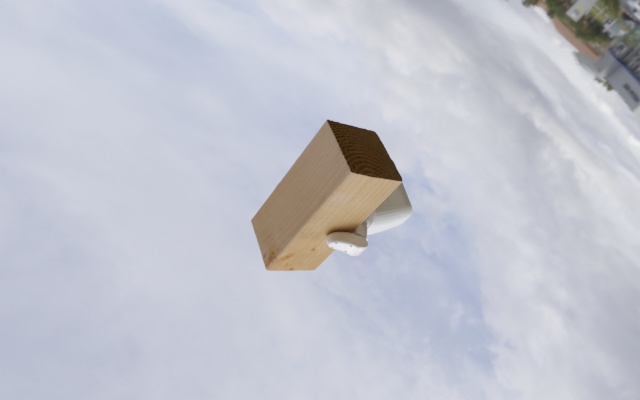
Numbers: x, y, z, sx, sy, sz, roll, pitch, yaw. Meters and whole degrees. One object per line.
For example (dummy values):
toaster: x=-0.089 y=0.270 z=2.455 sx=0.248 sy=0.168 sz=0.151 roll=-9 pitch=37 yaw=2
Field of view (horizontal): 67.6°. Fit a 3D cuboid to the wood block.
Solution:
wood block: x=0.000 y=0.002 z=0.643 sx=0.090 sy=0.090 sz=0.206 roll=7 pitch=-43 yaw=-38
